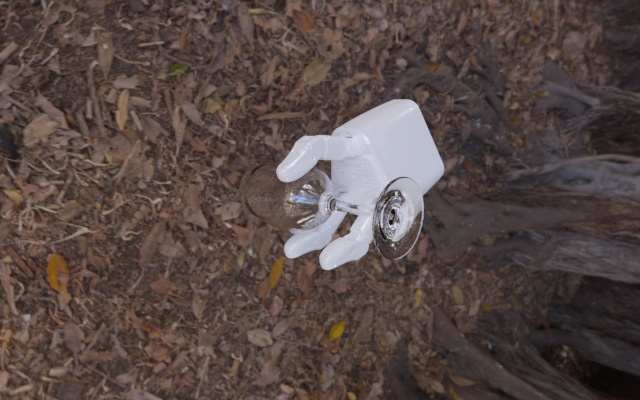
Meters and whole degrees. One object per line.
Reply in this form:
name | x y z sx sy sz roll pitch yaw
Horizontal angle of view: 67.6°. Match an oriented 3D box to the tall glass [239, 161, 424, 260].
tall glass | 0.000 0.002 0.487 0.201 0.079 0.079 11 8 44
